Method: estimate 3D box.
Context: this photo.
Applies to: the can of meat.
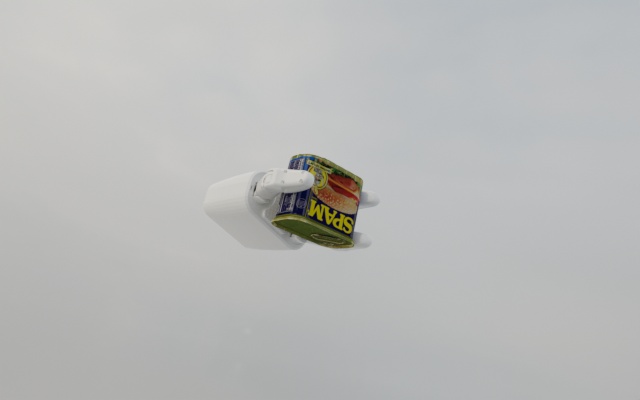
[{"bbox_3d":[0.000,0.002,0.567,0.102,0.084,0.057,26,-24,-35],"label":"can of meat"}]
